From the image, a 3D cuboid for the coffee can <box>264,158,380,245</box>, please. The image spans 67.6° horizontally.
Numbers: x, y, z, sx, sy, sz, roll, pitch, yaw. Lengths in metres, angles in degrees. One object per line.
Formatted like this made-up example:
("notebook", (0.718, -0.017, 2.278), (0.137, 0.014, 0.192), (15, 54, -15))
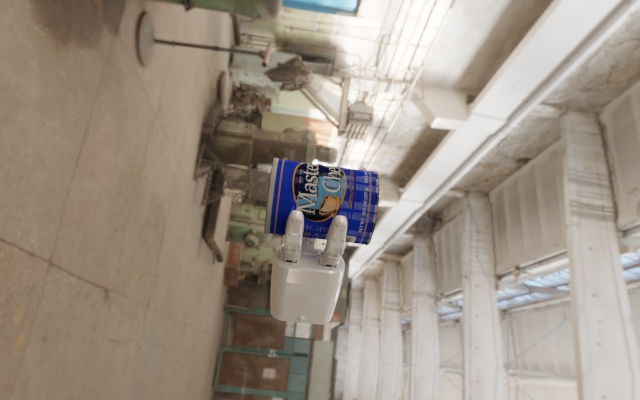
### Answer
("coffee can", (0.000, 0.002, 0.647), (0.140, 0.103, 0.103), (7, -1, -4))
